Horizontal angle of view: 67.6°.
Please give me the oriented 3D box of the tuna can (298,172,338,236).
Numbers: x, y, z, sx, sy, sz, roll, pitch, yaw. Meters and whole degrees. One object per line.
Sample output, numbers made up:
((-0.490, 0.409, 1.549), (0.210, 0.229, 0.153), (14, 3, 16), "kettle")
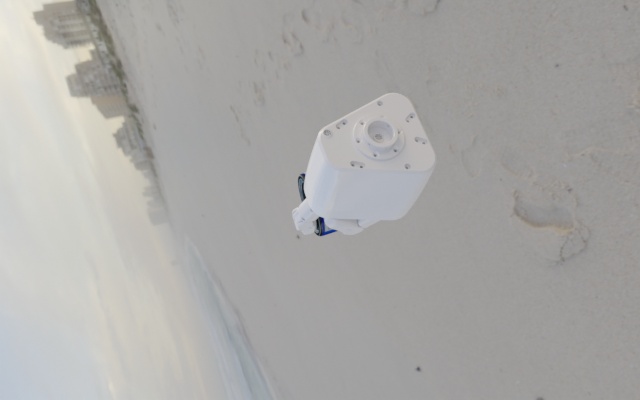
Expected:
((0.000, 0.002, 0.613), (0.034, 0.086, 0.086), (-18, 4, -12), "tuna can")
